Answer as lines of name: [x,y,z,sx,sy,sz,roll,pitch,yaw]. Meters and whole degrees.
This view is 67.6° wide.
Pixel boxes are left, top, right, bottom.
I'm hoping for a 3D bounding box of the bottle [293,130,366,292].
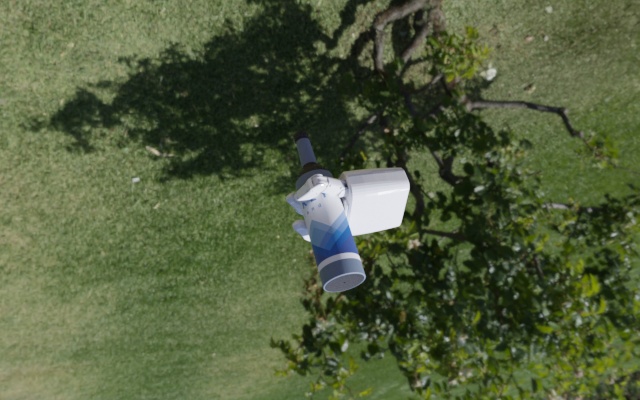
bottle: [0.000,0.003,0.791,0.069,0.295,0.069,-12,-31,-7]
